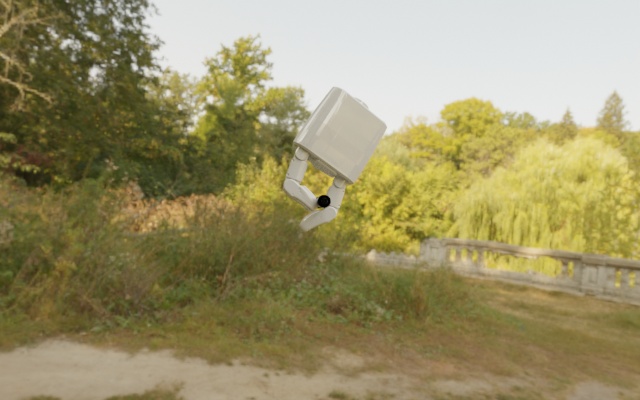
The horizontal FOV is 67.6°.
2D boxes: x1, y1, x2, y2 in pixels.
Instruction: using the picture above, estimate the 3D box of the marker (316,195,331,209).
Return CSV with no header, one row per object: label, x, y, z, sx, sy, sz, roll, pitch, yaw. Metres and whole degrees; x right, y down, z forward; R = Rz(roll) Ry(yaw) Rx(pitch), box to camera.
marker,0.000,0.002,0.729,0.020,0.020,0.121,0,-2,-5
